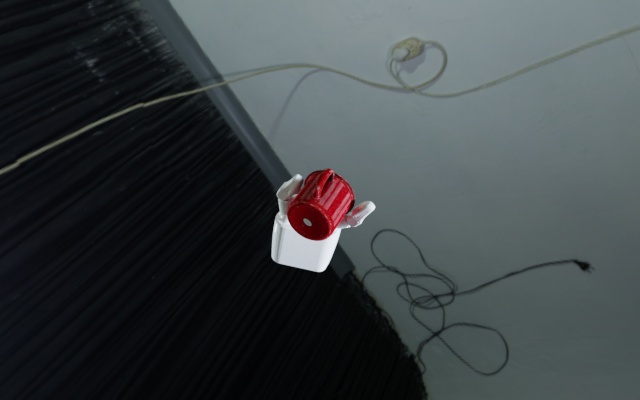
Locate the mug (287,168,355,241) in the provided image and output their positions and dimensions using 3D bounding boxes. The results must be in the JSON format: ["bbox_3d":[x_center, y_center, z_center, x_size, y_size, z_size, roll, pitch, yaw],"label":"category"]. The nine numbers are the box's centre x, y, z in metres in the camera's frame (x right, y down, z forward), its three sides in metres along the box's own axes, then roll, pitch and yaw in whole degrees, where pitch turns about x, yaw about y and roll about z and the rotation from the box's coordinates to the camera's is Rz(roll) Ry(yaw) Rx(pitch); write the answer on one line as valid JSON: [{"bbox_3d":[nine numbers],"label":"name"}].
[{"bbox_3d":[0.000,0.002,0.760,0.093,0.117,0.081,24,44,11],"label":"mug"}]
